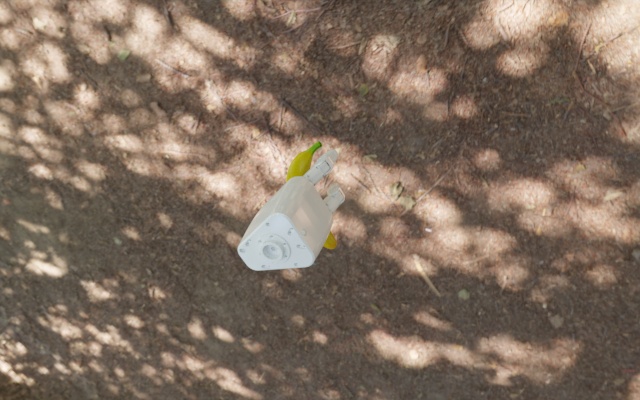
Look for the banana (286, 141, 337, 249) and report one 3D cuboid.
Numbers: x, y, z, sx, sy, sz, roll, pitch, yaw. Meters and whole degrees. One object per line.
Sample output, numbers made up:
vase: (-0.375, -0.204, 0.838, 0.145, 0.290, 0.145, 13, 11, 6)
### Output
banana: (-0.019, 0.001, 0.803, 0.069, 0.198, 0.037, -4, 26, 10)
